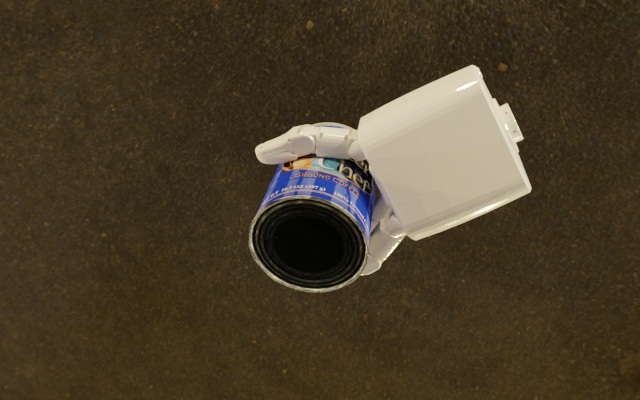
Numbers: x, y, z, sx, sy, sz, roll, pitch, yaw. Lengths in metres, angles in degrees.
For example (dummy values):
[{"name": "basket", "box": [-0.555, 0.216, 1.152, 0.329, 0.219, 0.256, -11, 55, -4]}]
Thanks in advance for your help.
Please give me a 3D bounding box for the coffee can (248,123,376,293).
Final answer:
[{"name": "coffee can", "box": [0.000, 0.001, 0.454, 0.103, 0.103, 0.140, 0, 33, 11]}]
